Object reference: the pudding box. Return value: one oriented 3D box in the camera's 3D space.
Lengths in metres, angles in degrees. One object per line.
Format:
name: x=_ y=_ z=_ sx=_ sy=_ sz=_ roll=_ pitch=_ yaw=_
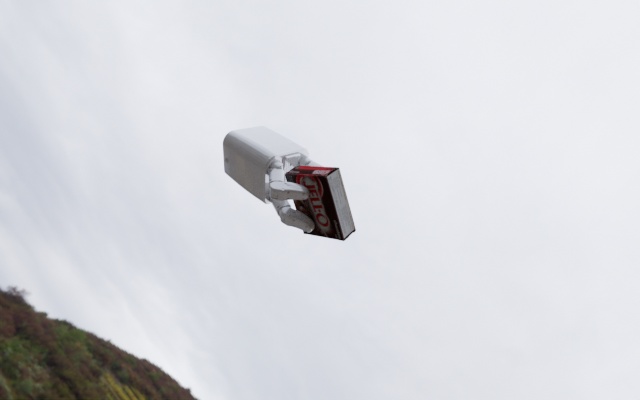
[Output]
pudding box: x=0.000 y=0.002 z=0.745 sx=0.090 sy=0.113 sz=0.039 roll=7 pitch=34 yaw=45
